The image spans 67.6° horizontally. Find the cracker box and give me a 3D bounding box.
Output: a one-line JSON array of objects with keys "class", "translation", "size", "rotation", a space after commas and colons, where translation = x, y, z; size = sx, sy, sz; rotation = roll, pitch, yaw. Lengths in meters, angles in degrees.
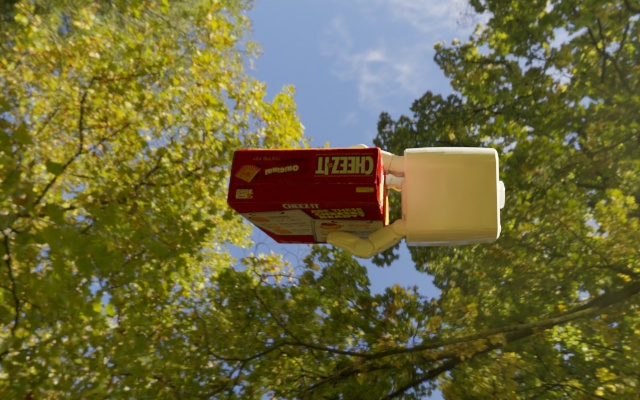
[{"class": "cracker box", "translation": [0.000, 0.002, 0.597], "size": [0.164, 0.072, 0.214], "rotation": [-1, -17, 10]}]
